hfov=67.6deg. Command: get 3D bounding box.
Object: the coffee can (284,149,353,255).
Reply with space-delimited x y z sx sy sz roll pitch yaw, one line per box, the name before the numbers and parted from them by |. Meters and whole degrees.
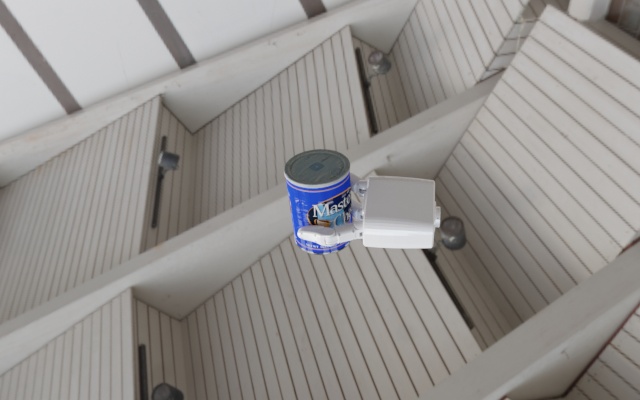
coffee can | 0.000 0.002 0.775 0.103 0.140 0.102 -4 36 3
